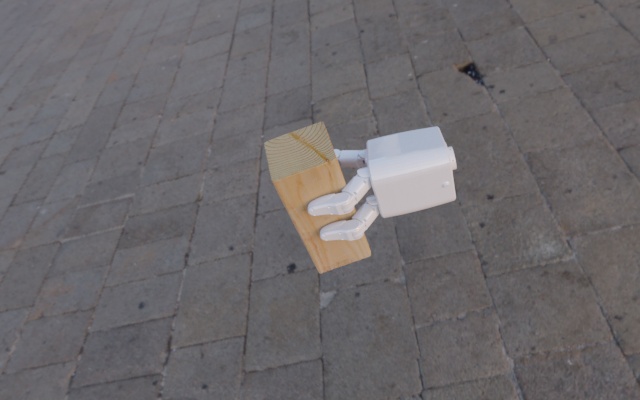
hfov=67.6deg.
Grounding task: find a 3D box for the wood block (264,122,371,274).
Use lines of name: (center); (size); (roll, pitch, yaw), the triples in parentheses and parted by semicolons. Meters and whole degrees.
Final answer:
wood block: (0.000, 0.002, 0.699); (0.090, 0.206, 0.090); (-20, 43, 4)
